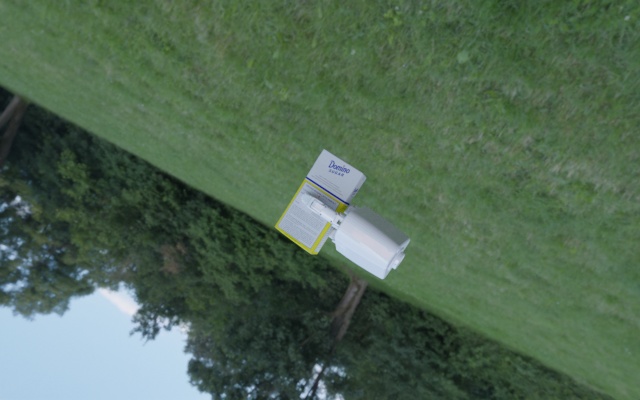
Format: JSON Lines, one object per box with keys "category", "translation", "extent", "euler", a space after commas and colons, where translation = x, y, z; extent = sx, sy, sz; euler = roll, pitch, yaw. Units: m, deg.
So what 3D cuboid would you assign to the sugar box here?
{"category": "sugar box", "translation": [0.000, 0.003, 0.894], "extent": [0.093, 0.176, 0.048], "euler": [34, 1, 16]}
